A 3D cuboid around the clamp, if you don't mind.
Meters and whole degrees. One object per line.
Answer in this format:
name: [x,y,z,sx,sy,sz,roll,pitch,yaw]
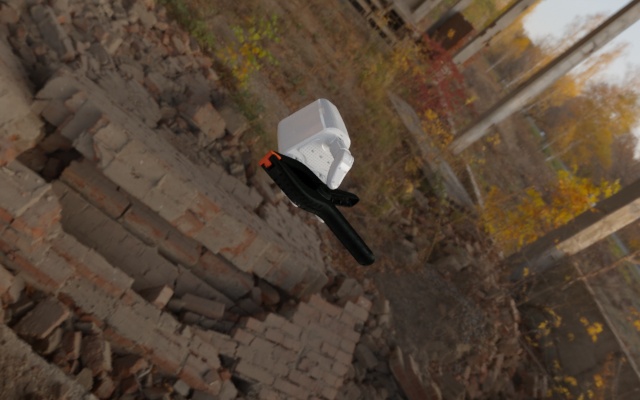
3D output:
clamp: [0.000,0.001,0.696,0.210,0.036,0.164,34,24,-33]
